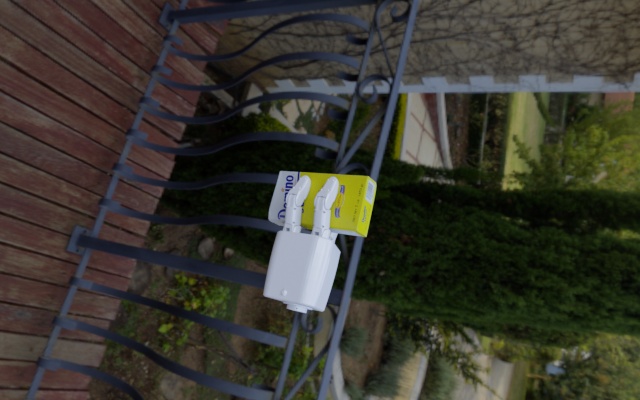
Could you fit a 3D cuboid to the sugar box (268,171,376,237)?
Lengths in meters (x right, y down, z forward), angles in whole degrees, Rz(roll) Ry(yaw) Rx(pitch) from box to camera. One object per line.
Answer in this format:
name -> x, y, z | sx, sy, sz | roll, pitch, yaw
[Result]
sugar box -> 0.000, 0.003, 0.797 | 0.176, 0.093, 0.048 | 5, -16, 30
